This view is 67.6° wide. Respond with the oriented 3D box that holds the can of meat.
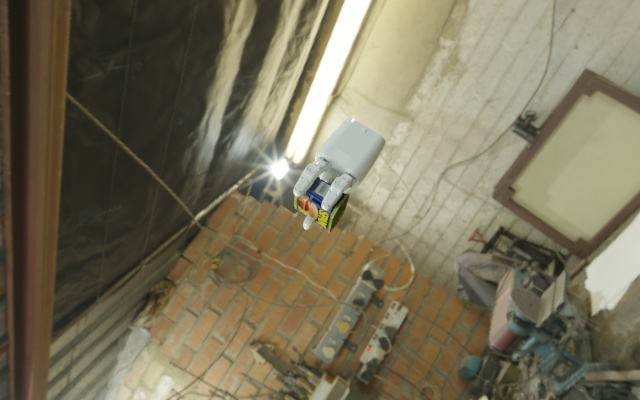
[{"bbox_3d":[0.000,0.003,0.876,0.084,0.057,0.102,33,-22,10],"label":"can of meat"}]
